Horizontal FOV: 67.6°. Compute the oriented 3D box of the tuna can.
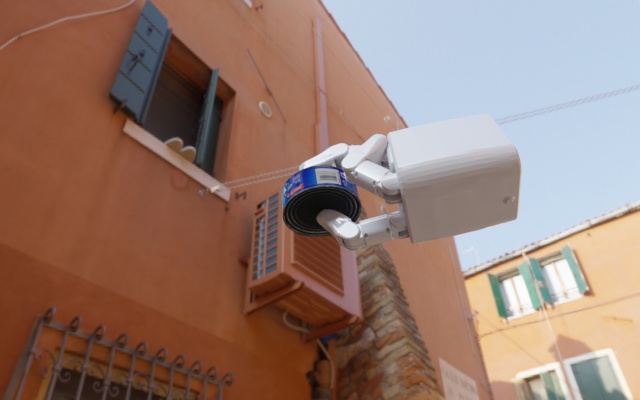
[{"bbox_3d":[0.000,0.001,0.525,0.086,0.033,0.086,-5,-40,-4],"label":"tuna can"}]
